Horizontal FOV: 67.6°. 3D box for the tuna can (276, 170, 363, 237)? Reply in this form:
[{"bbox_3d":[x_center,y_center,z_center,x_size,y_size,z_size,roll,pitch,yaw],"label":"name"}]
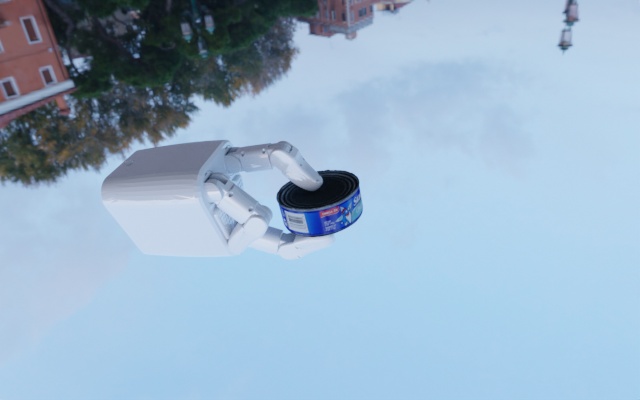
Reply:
[{"bbox_3d":[0.000,0.002,0.490,0.086,0.034,0.086,-10,27,5],"label":"tuna can"}]
